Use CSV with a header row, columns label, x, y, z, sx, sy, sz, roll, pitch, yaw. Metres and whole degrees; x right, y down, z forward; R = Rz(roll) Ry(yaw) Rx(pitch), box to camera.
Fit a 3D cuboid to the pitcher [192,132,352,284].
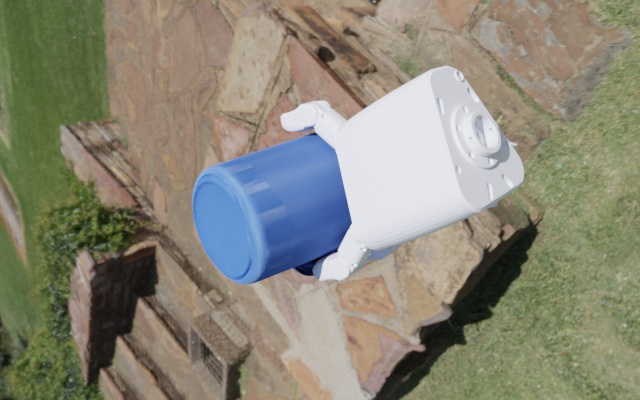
label,x,y,z,sx,sy,sz,roll,pitch,yaw
pitcher,0.000,0.001,0.489,0.243,0.149,0.145,-21,-5,-40
